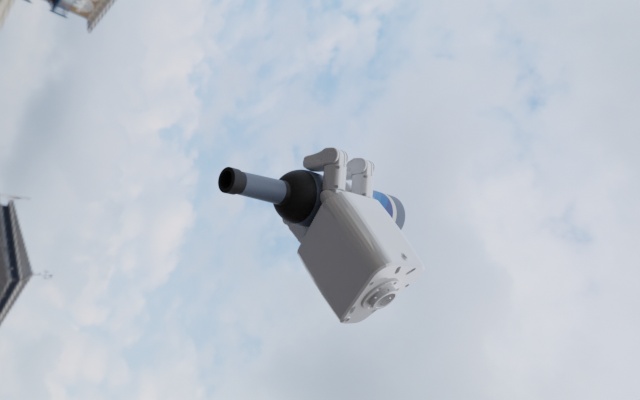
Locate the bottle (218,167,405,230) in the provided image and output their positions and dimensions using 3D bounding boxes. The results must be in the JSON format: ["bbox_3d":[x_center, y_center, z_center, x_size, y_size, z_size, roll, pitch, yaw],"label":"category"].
[{"bbox_3d":[0.000,0.002,0.594,0.069,0.069,0.296,0,-9,42],"label":"bottle"}]
